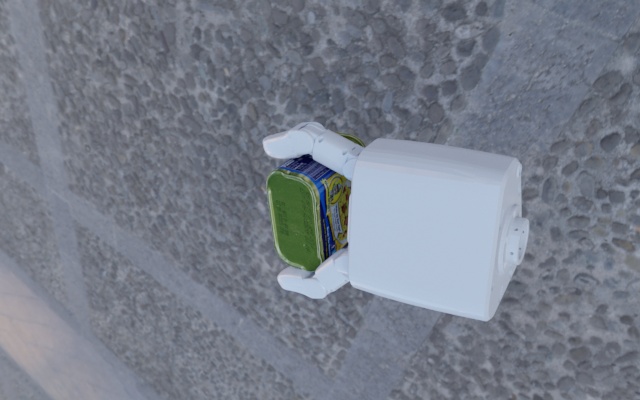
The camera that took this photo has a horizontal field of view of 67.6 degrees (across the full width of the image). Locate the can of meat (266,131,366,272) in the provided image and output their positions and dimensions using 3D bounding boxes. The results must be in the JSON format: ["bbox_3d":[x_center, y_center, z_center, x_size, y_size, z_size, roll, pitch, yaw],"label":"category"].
[{"bbox_3d":[0.000,0.001,0.427,0.057,0.102,0.084,14,35,30],"label":"can of meat"}]
